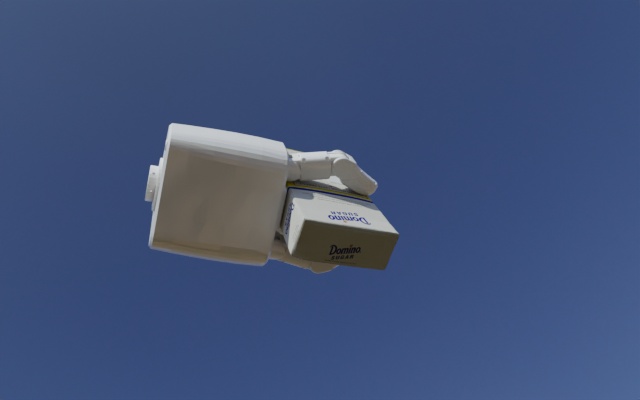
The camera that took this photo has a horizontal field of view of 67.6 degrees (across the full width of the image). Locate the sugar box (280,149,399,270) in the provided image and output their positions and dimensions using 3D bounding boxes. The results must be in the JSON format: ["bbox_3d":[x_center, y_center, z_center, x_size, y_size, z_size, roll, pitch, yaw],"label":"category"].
[{"bbox_3d":[0.000,0.002,0.480,0.093,0.048,0.176,10,25,-20],"label":"sugar box"}]
